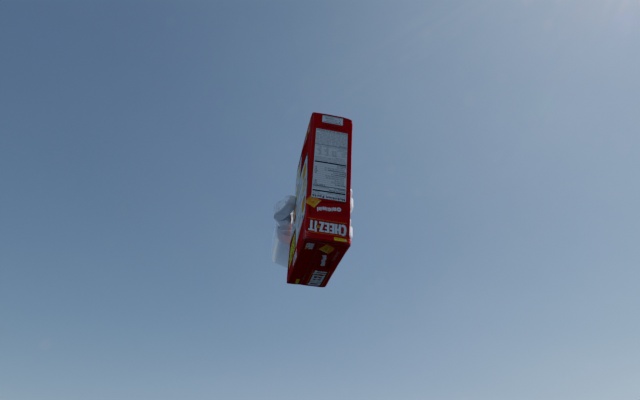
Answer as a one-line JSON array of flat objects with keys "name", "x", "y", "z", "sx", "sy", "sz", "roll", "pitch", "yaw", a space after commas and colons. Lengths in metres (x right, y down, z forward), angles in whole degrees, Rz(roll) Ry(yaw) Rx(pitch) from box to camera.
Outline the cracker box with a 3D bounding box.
[{"name": "cracker box", "x": 0.000, "y": 0.002, "z": 0.726, "sx": 0.072, "sy": 0.213, "sz": 0.164, "roll": 8, "pitch": -31, "yaw": -8}]
